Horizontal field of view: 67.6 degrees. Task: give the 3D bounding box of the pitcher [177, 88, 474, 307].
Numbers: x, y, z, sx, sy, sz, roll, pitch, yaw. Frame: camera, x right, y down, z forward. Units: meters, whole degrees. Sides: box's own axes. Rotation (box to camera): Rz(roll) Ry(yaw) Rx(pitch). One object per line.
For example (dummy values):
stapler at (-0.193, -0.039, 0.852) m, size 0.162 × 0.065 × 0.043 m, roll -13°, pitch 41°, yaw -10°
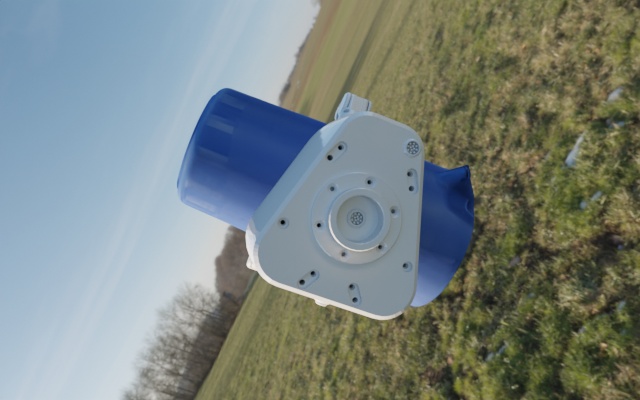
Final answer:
pitcher at (0.000, 0.001, 0.439) m, size 0.243 × 0.149 × 0.145 m, roll 22°, pitch -2°, yaw -9°
